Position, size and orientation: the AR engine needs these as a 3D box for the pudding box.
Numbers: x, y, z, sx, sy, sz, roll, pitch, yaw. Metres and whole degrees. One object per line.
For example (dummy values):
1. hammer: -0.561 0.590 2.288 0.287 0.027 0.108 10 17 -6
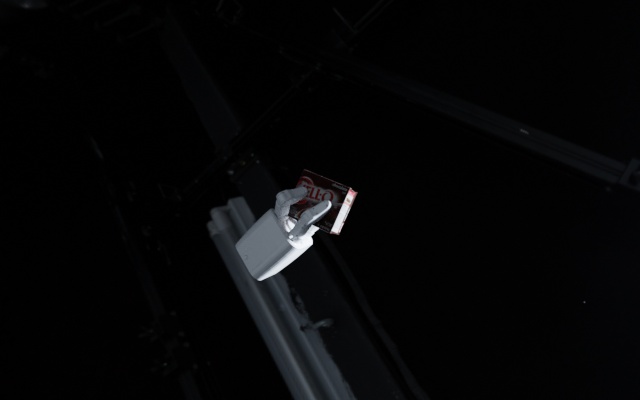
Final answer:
1. pudding box: 0.000 0.003 0.890 0.113 0.090 0.039 23 0 30
